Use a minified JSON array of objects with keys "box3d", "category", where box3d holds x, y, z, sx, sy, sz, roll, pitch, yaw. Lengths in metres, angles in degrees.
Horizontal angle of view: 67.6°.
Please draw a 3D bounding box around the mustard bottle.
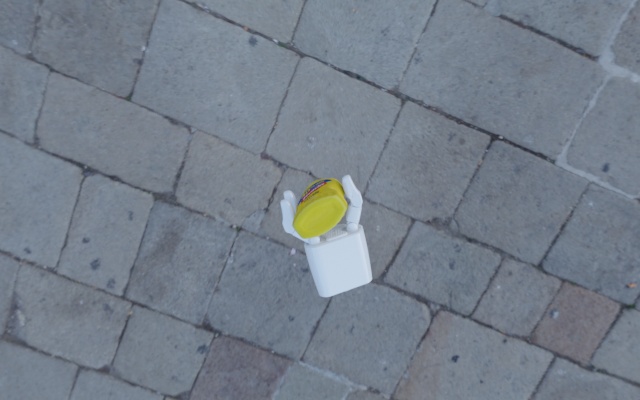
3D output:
[{"box3d":[0.000,0.003,0.870,0.096,0.058,0.191,-37,12,11],"category":"mustard bottle"}]
